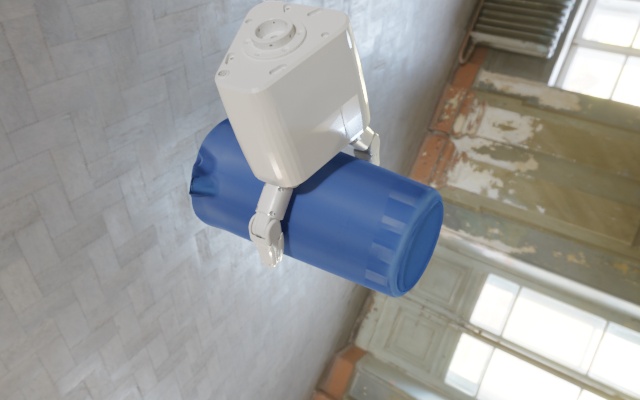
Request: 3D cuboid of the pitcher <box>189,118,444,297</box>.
[{"bbox_3d":[0.000,0.002,0.501,0.243,0.149,0.145,21,-28,27],"label":"pitcher"}]
